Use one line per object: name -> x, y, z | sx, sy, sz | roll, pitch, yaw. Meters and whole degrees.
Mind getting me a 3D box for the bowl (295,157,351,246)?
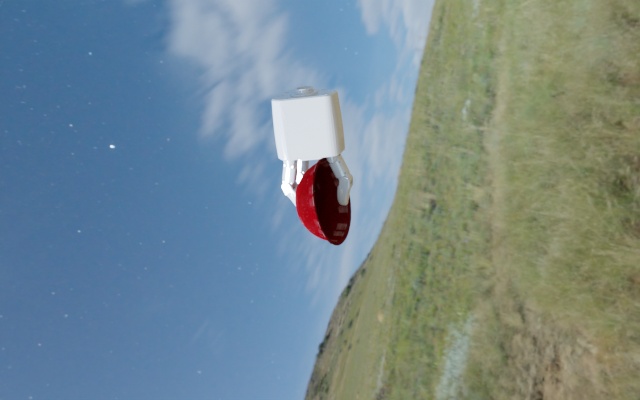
bowl -> 0.000, 0.004, 0.861 | 0.055, 0.162, 0.162 | -9, -4, 25
